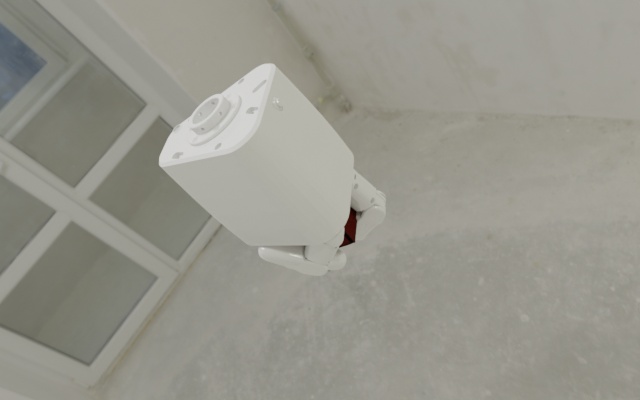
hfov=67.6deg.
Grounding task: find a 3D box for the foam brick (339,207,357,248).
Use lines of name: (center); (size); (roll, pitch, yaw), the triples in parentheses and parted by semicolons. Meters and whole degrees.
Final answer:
foam brick: (0.000, 0.001, 0.436); (0.053, 0.078, 0.051); (-20, -48, 29)
